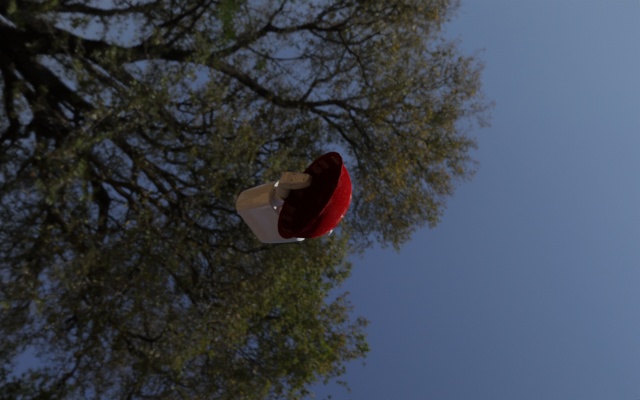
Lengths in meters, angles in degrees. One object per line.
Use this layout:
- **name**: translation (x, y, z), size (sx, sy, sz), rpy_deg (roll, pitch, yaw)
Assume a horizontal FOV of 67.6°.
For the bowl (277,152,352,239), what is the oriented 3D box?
- **bowl**: translation (0.001, 0.003, 0.768), size (0.055, 0.162, 0.162), rpy_deg (34, -15, -23)
